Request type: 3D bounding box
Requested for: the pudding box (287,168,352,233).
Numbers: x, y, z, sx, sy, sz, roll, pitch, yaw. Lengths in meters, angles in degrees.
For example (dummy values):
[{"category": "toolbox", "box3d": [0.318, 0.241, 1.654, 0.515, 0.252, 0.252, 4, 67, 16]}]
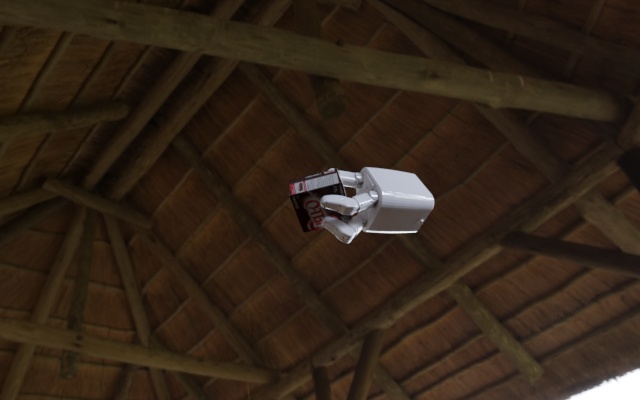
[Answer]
[{"category": "pudding box", "box3d": [0.000, 0.003, 0.813, 0.090, 0.039, 0.114, -15, -41, 3]}]
